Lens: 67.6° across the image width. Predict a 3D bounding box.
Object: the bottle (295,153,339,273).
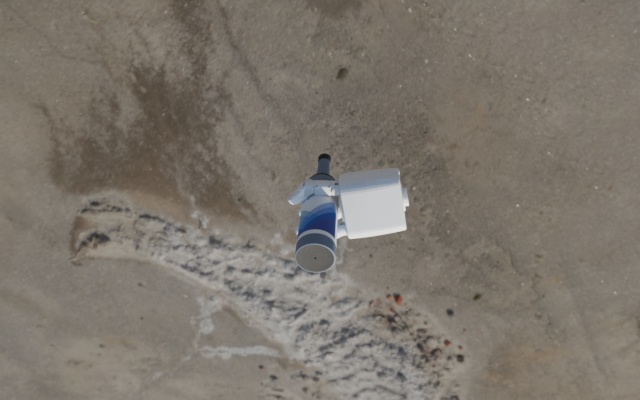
[{"bbox_3d":[0.000,0.003,0.882,0.069,0.069,0.295,0,38,4],"label":"bottle"}]
